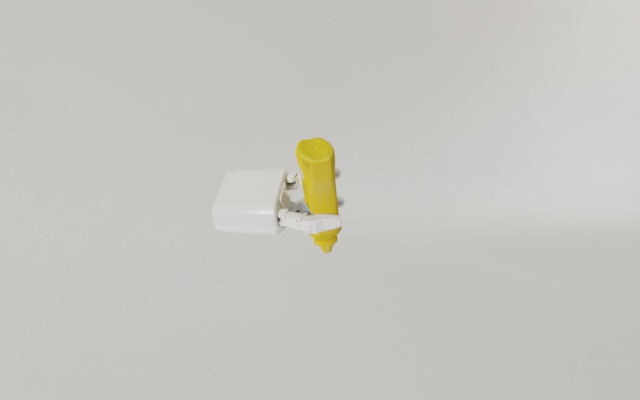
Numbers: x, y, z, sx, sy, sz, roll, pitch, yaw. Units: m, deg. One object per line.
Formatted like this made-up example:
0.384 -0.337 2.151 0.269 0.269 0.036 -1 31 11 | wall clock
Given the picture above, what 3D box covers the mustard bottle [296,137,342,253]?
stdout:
0.000 0.002 0.769 0.058 0.192 0.096 -11 29 -9 | mustard bottle
